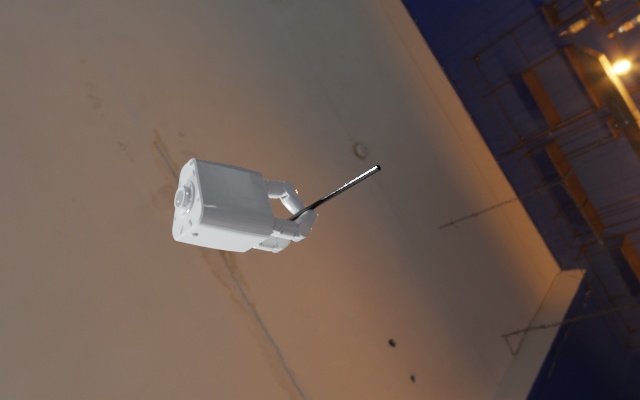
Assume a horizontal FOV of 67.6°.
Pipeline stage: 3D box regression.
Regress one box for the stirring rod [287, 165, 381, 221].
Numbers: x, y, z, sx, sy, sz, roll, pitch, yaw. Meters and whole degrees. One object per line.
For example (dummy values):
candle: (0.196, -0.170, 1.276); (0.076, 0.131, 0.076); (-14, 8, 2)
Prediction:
stirring rod: (0.000, 0.002, 0.696); (0.011, 0.011, 0.239); (0, -22, -42)
